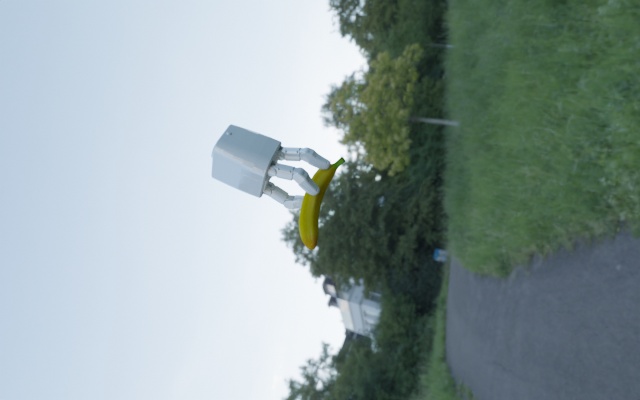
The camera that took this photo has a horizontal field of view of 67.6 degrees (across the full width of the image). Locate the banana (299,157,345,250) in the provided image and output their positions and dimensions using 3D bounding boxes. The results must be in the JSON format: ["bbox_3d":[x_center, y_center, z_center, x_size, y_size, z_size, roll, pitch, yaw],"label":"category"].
[{"bbox_3d":[-0.009,0.004,0.894,0.037,0.197,0.069,29,-27,-23],"label":"banana"}]
